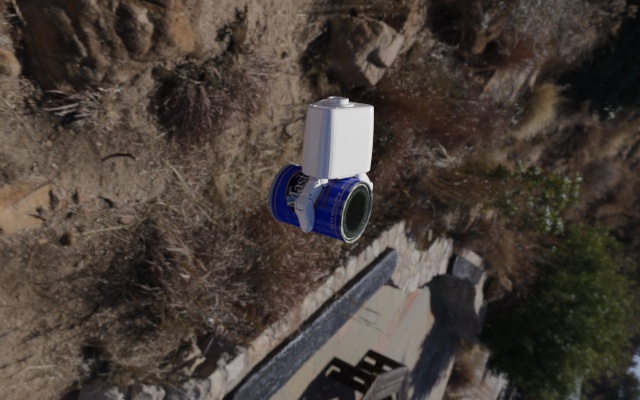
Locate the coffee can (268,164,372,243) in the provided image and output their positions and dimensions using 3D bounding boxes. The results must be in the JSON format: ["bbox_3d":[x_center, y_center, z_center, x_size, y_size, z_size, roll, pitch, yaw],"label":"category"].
[{"bbox_3d":[0.000,0.003,0.789,0.140,0.103,0.103,15,8,29],"label":"coffee can"}]
